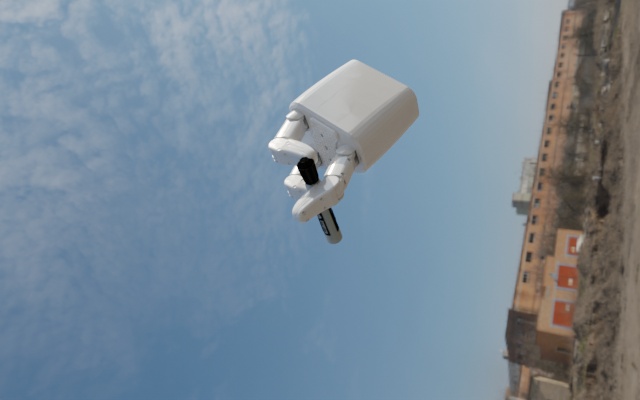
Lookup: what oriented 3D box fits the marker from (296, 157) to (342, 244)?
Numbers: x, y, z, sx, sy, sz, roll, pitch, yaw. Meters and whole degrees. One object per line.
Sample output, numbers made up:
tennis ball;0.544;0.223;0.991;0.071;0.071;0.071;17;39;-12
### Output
marker;0.000;0.002;0.511;0.020;0.020;0.121;0;-44;22
